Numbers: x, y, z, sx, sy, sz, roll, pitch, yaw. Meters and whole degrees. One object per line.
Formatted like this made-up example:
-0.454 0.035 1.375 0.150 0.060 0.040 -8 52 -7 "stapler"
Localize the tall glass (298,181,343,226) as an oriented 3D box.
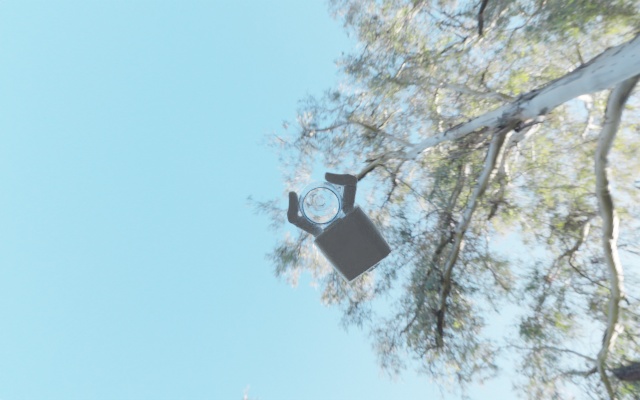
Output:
0.000 0.003 0.879 0.079 0.079 0.201 0 3 0 "tall glass"
